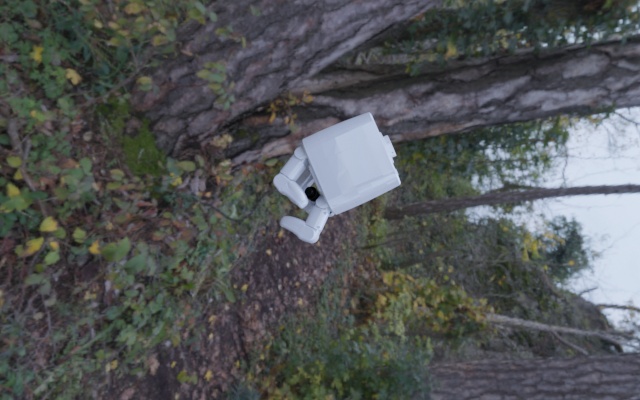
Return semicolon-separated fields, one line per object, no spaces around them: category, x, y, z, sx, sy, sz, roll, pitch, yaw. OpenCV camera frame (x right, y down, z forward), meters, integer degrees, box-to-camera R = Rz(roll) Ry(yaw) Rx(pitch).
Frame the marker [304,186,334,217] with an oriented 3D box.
marker;0.000;0.002;0.714;0.020;0.020;0.121;0;-14;15
